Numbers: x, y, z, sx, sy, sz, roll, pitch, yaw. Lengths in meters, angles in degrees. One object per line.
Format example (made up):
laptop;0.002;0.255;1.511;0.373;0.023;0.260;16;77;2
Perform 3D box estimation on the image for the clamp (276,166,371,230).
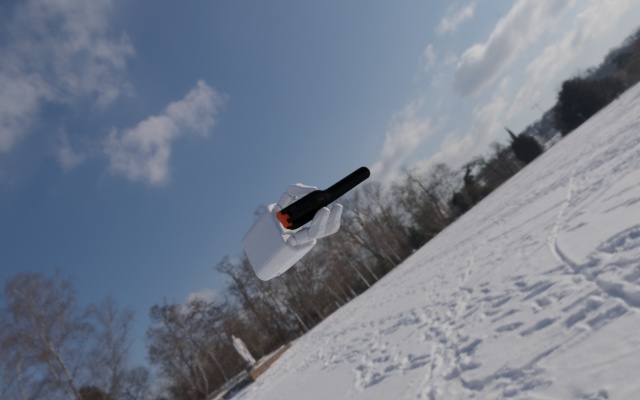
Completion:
clamp;-0.001;0.002;0.873;0.165;0.036;0.210;-46;-15;28
